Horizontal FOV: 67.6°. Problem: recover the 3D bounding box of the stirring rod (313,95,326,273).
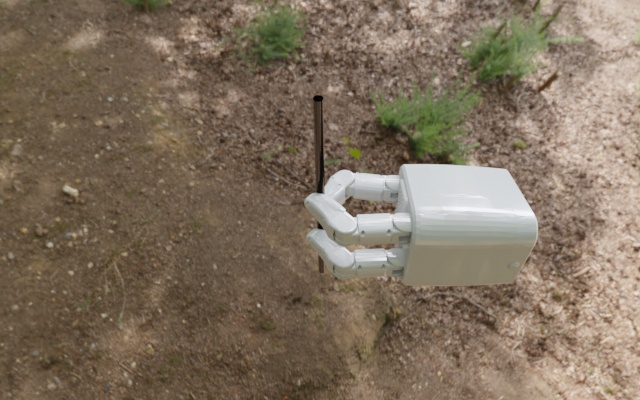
[{"bbox_3d":[0.000,0.002,0.448,0.011,0.011,0.240,0,-40,1],"label":"stirring rod"}]
